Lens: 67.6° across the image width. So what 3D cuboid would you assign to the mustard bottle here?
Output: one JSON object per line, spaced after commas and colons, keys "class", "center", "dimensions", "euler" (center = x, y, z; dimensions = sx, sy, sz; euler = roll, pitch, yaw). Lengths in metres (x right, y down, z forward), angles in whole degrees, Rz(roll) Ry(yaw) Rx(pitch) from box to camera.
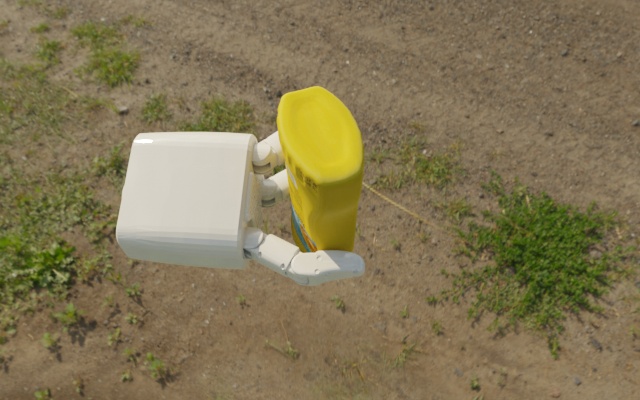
{"class": "mustard bottle", "center": [0.000, 0.001, 0.420], "dimensions": [0.058, 0.096, 0.192], "euler": [-18, -32, -11]}
